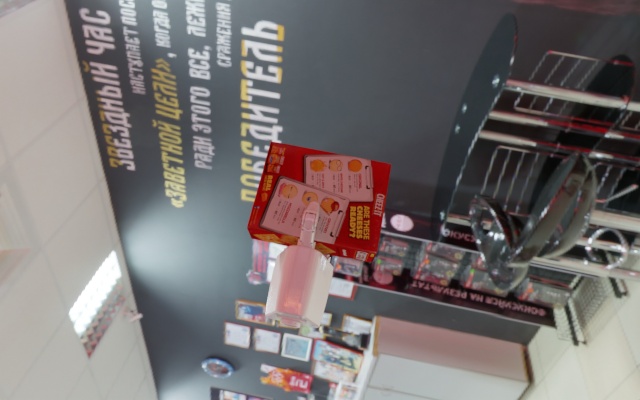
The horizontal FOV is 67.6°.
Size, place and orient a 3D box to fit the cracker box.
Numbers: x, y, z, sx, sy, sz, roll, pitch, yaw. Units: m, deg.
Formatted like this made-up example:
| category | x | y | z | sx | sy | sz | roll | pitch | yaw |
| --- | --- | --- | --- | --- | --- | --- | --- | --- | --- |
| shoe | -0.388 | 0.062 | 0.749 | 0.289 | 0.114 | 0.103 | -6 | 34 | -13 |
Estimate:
| category | x | y | z | sx | sy | sz | roll | pitch | yaw |
| --- | --- | --- | --- | --- | --- | --- | --- | --- | --- |
| cracker box | 0.000 | 0.003 | 0.816 | 0.213 | 0.164 | 0.072 | 11 | -21 | 3 |
